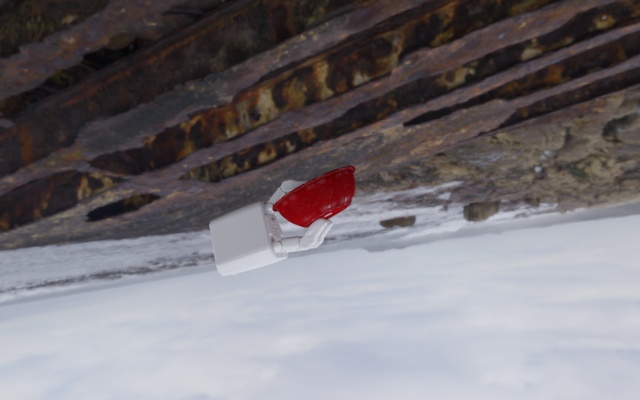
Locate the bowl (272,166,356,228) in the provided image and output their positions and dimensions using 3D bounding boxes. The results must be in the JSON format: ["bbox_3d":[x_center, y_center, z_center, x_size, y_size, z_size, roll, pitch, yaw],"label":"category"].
[{"bbox_3d":[0.001,0.002,0.822,0.162,0.055,0.162,-27,-9,-5],"label":"bowl"}]
